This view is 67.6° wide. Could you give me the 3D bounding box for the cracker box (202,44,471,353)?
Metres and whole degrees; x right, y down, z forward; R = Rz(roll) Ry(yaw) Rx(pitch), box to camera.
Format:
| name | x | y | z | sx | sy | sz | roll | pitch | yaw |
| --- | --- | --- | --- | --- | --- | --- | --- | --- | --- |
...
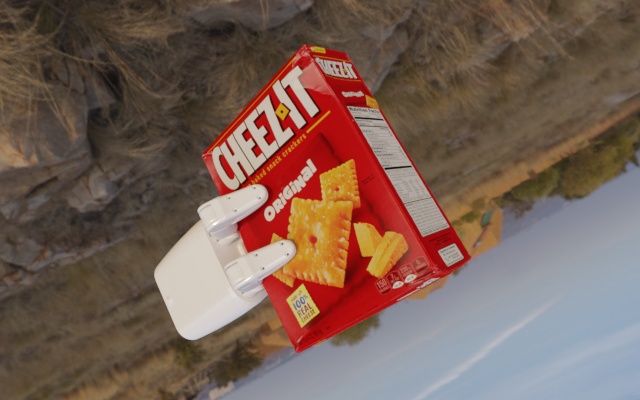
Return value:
| name | x | y | z | sx | sy | sz | roll | pitch | yaw |
| --- | --- | --- | --- | --- | --- | --- | --- | --- | --- |
| cracker box | 0.000 | 0.002 | 0.423 | 0.164 | 0.213 | 0.072 | -38 | -16 | 33 |
